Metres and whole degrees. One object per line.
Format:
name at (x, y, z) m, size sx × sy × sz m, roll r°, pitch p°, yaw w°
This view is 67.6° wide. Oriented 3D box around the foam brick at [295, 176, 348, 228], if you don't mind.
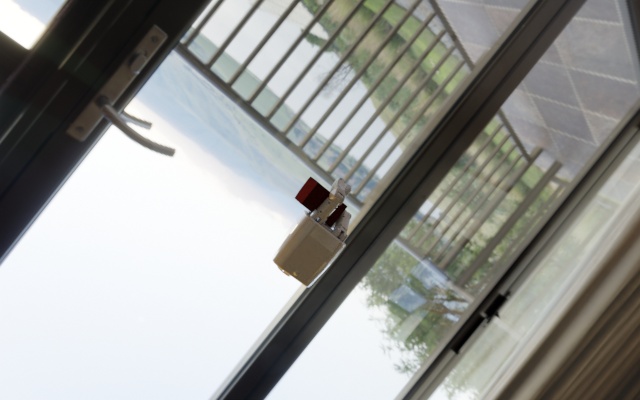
foam brick at (0.000, 0.003, 0.882) m, size 0.078 × 0.051 × 0.053 m, roll 39°, pitch 1°, yaw -22°
